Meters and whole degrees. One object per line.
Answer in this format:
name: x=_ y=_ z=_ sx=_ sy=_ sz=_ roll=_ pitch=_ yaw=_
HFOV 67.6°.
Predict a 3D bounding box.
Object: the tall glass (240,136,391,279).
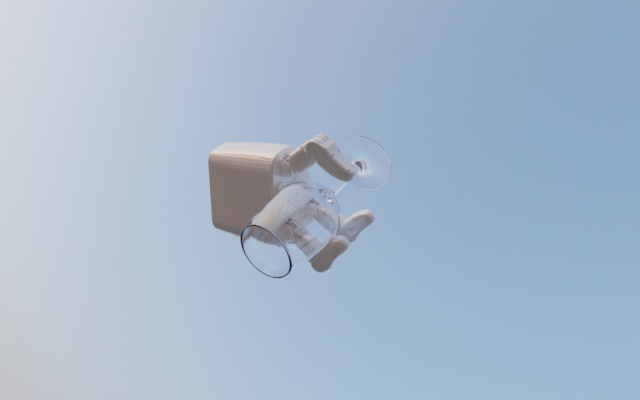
tall glass: x=0.001 y=0.001 z=0.524 sx=0.079 sy=0.079 sz=0.201 roll=0 pitch=29 yaw=37
